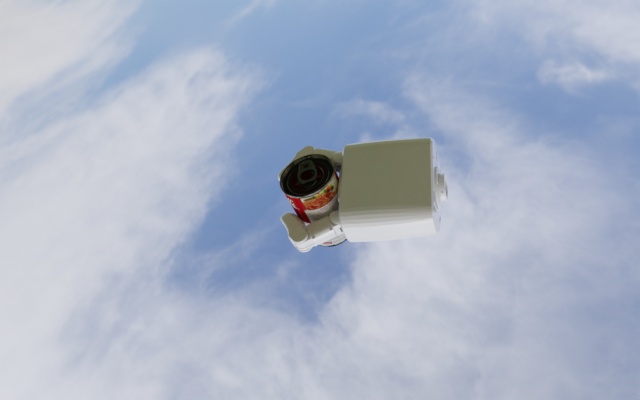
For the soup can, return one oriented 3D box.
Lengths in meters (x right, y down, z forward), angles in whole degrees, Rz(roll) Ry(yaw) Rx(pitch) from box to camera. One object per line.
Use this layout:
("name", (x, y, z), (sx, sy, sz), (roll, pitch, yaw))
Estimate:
("soup can", (0.000, 0.002, 0.589), (0.068, 0.068, 0.102), (0, -39, 25))
